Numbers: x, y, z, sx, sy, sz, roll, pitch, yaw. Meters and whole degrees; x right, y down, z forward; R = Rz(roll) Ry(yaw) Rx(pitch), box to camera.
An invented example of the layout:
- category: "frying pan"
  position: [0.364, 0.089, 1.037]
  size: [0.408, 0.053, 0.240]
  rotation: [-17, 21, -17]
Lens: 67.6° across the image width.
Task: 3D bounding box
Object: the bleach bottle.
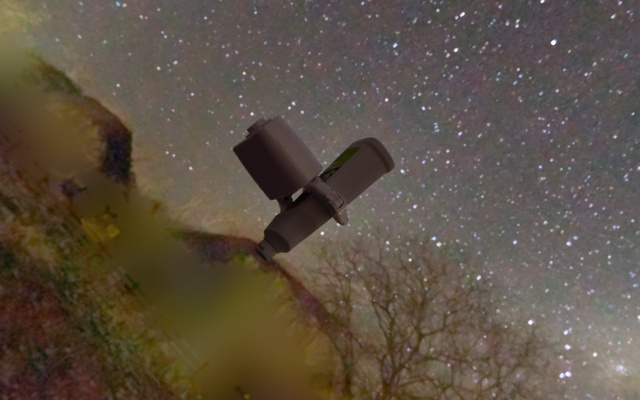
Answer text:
- category: "bleach bottle"
  position: [0.000, 0.002, 0.759]
  size: [0.250, 0.068, 0.102]
  rotation: [-43, 15, -18]
